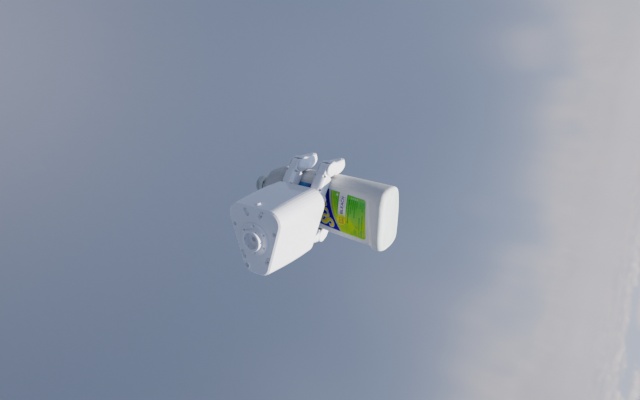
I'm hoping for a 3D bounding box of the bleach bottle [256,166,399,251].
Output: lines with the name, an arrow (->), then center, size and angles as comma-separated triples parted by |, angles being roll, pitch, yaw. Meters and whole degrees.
bleach bottle -> 0.000, 0.002, 0.783 | 0.251, 0.103, 0.068 | 13, 23, 31
